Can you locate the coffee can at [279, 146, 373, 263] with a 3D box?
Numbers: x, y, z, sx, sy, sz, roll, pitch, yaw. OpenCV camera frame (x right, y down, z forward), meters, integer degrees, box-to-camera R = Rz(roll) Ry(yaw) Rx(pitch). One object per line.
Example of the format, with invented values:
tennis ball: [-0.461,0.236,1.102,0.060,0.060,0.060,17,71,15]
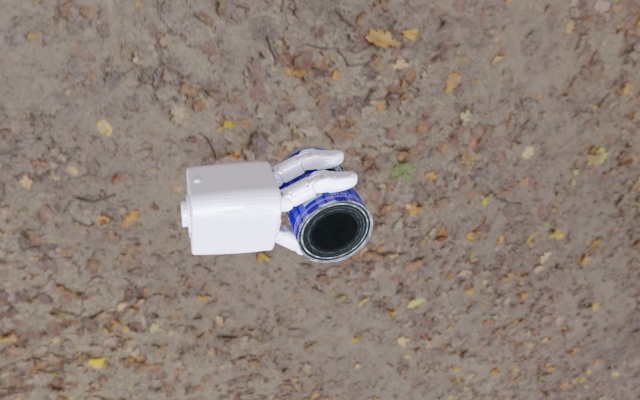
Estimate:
coffee can: [0.000,0.002,0.664,0.103,0.103,0.140,0,35,-20]
